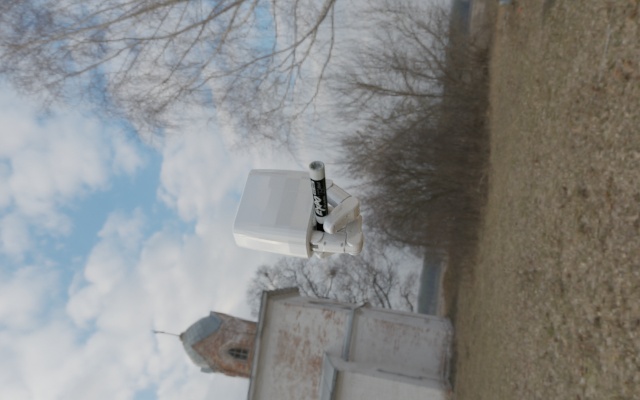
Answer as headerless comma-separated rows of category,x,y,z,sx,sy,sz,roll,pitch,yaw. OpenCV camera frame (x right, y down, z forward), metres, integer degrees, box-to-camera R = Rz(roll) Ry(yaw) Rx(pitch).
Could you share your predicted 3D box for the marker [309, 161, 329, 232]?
marker,0.000,0.002,0.597,0.020,0.020,0.121,-3,-45,3
